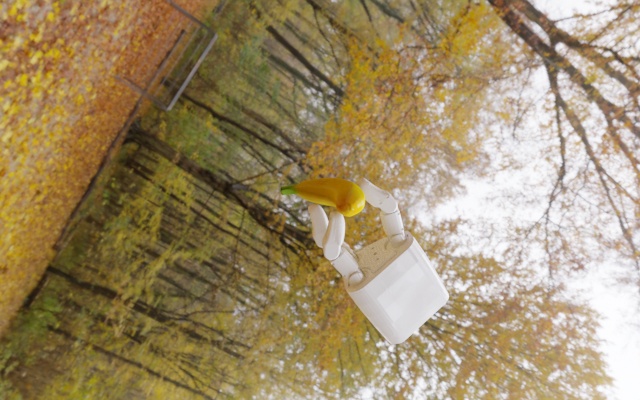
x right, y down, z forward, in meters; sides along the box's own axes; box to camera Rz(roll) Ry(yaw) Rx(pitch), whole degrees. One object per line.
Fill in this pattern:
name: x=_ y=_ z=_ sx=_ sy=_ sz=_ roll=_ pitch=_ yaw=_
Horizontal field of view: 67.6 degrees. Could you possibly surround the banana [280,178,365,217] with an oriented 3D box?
banana: x=0.015 y=-0.005 z=0.614 sx=0.069 sy=0.037 sz=0.198 roll=-21 pitch=14 yaw=-22
